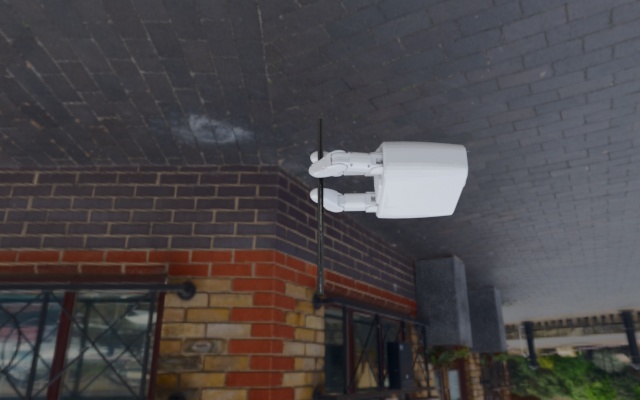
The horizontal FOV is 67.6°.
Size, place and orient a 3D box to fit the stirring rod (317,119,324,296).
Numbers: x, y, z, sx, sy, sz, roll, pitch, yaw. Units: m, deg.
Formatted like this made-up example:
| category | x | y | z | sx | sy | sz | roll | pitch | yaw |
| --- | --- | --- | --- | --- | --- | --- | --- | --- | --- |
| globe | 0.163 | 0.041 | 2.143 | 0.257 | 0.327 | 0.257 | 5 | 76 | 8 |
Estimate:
| category | x | y | z | sx | sy | sz | roll | pitch | yaw |
| --- | --- | --- | --- | --- | --- | --- | --- | --- | --- |
| stirring rod | 0.000 | 0.002 | 0.621 | 0.011 | 0.239 | 0.011 | 0 | -20 | 0 |
